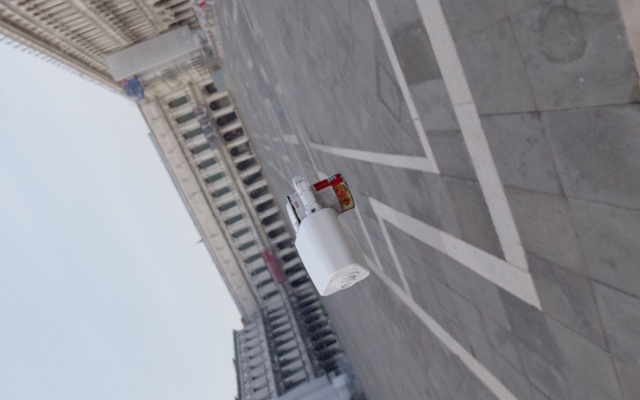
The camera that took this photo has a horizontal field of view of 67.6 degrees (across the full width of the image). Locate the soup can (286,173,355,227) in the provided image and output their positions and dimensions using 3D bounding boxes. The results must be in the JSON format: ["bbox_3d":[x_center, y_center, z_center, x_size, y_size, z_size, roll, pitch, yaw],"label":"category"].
[{"bbox_3d":[0.000,0.002,0.829,0.102,0.068,0.068,-24,2,-6],"label":"soup can"}]
